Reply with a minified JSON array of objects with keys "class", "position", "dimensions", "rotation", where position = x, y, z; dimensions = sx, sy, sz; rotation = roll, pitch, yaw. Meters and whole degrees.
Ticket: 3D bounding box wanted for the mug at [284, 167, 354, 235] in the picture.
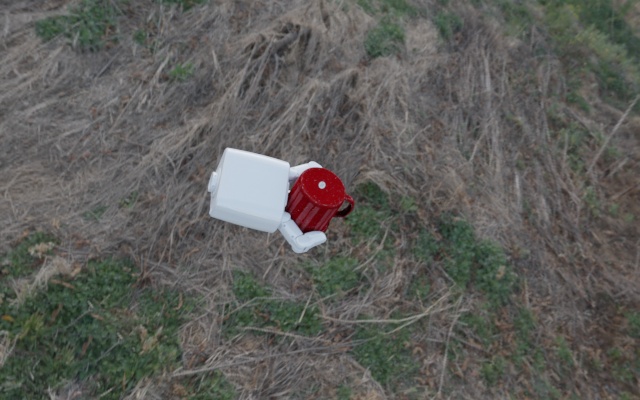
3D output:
[{"class":"mug","position":[0.002,0.003,0.780],"dimensions":[0.117,0.093,0.081],"rotation":[14,-40,-20]}]
